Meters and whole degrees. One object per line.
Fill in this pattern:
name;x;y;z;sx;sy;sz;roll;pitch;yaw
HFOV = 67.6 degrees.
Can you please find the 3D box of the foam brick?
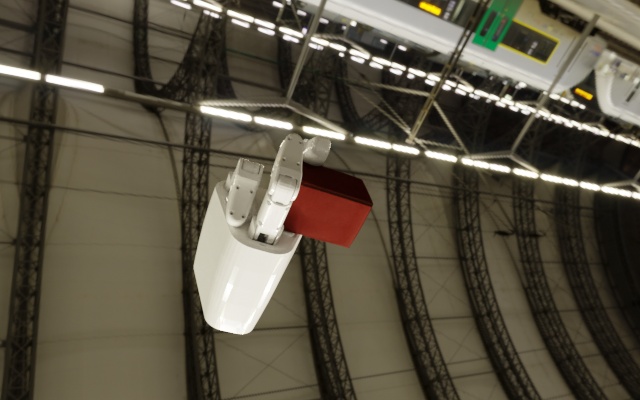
foam brick;0.000;0.002;0.447;0.078;0.051;0.053;17;25;-14
